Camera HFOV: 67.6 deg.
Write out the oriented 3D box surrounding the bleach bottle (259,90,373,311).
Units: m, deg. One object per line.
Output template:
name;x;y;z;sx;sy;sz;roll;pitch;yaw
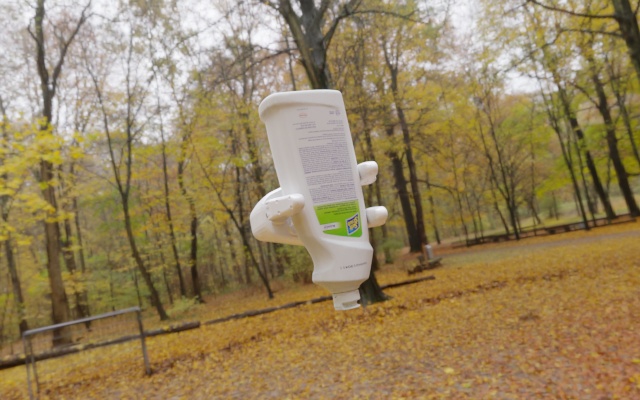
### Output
bleach bottle;0.000;0.002;0.556;0.102;0.251;0.068;-8;-7;-21
